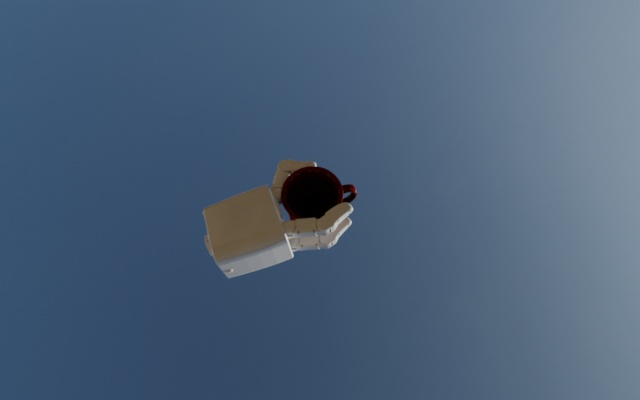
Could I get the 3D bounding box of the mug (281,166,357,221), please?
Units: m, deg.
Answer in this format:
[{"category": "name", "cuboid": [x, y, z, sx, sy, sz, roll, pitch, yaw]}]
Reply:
[{"category": "mug", "cuboid": [0.001, 0.002, 0.746, 0.117, 0.093, 0.081, -18, -24, -6]}]
